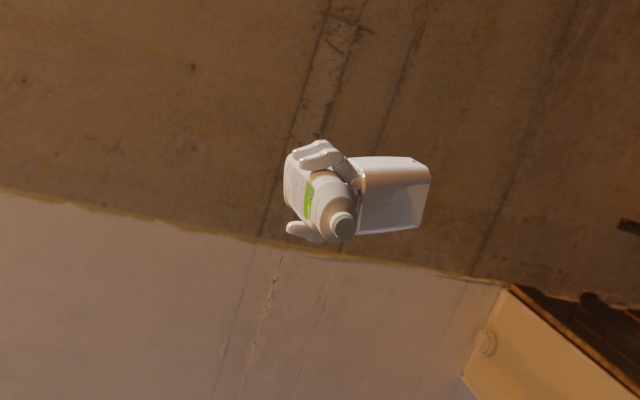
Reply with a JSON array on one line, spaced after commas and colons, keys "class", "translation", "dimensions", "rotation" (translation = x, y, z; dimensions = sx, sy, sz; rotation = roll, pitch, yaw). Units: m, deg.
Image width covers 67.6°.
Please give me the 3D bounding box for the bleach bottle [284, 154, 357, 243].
[{"class": "bleach bottle", "translation": [0.000, 0.002, 0.686], "dimensions": [0.068, 0.103, 0.250], "rotation": [-4, 20, -13]}]
